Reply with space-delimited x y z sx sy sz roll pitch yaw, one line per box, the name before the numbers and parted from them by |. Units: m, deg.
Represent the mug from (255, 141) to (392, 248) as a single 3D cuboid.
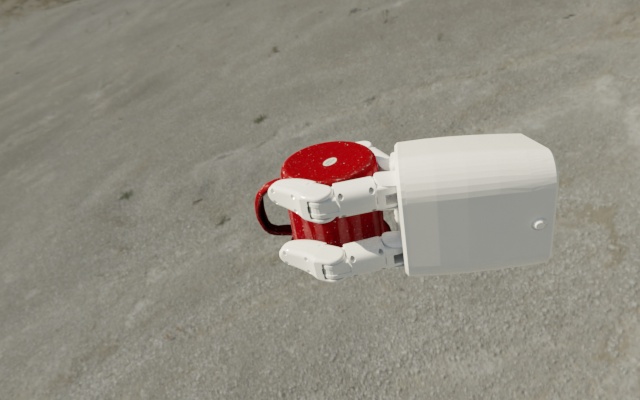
mug | -0.001 0.001 0.418 0.117 0.081 0.093 -6 30 8
